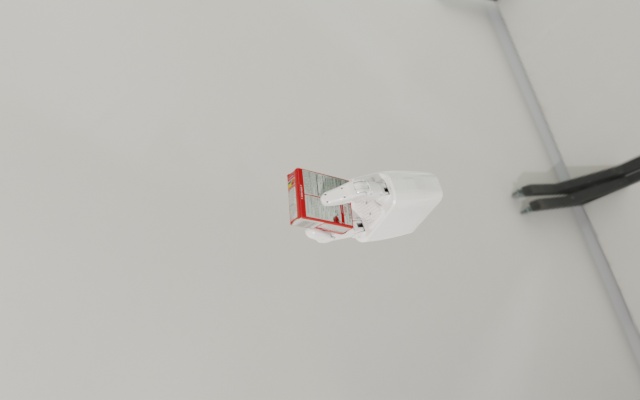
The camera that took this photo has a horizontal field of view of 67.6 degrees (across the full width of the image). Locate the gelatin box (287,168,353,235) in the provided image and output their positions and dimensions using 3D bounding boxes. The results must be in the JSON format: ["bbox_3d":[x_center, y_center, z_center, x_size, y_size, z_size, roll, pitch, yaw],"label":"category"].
[{"bbox_3d":[0.000,0.002,0.640,0.089,0.073,0.030,13,-30,-34],"label":"gelatin box"}]
